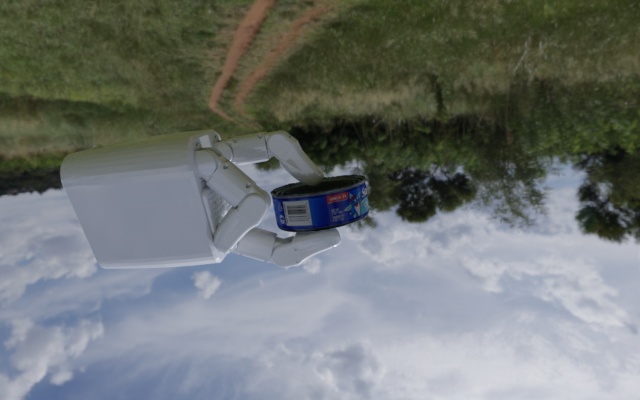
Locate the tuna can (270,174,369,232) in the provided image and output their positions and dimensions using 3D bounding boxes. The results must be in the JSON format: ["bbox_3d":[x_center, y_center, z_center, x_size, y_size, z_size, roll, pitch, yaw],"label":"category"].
[{"bbox_3d":[0.000,0.002,0.429,0.086,0.034,0.086,-9,10,2],"label":"tuna can"}]
